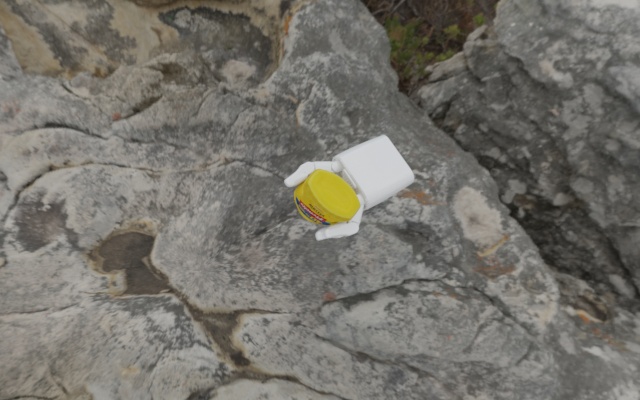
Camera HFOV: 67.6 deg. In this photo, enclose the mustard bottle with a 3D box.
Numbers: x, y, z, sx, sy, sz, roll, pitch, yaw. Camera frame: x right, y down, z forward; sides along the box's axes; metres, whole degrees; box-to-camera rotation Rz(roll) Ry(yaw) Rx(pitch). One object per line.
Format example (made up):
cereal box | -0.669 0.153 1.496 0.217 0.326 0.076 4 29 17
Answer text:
mustard bottle | 0.000 0.003 0.841 0.096 0.058 0.191 39 -15 -6
